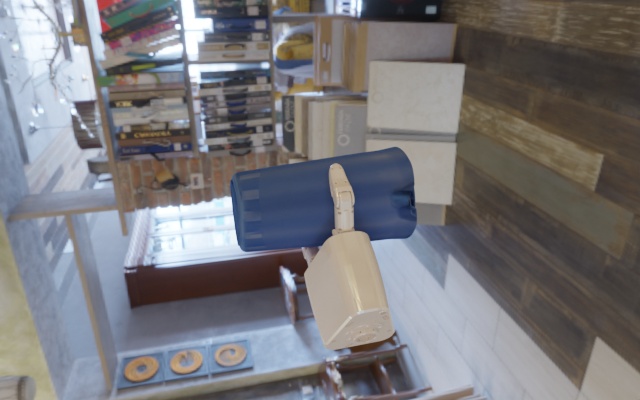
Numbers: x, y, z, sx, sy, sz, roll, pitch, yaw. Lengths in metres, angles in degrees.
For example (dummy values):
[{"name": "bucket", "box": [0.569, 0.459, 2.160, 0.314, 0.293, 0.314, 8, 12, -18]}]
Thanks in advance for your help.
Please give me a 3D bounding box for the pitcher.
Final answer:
[{"name": "pitcher", "box": [0.000, 0.002, 0.672, 0.243, 0.145, 0.149, -7, -37, -13]}]
